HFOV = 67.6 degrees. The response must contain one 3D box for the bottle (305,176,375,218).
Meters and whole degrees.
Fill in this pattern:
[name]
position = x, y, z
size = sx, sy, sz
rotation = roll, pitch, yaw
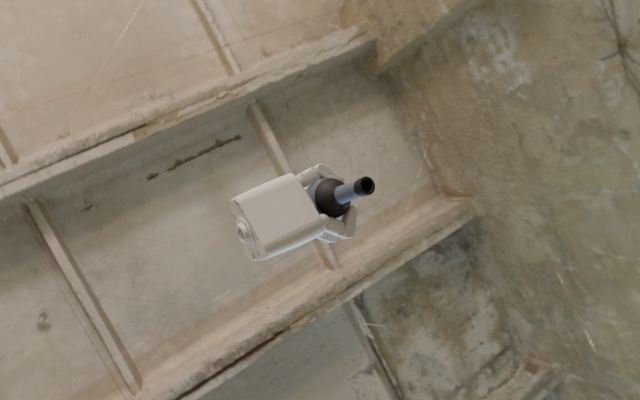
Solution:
[bottle]
position = 0.000, 0.003, 0.804
size = 0.069, 0.069, 0.296
rotation = 0, -9, -27
